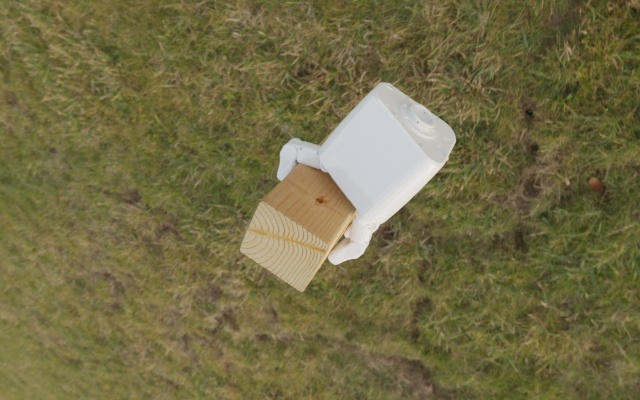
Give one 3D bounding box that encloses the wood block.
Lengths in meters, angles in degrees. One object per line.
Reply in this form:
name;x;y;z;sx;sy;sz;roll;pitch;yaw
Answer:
wood block;0.000;0.002;0.602;0.091;0.090;0.206;33;40;6
